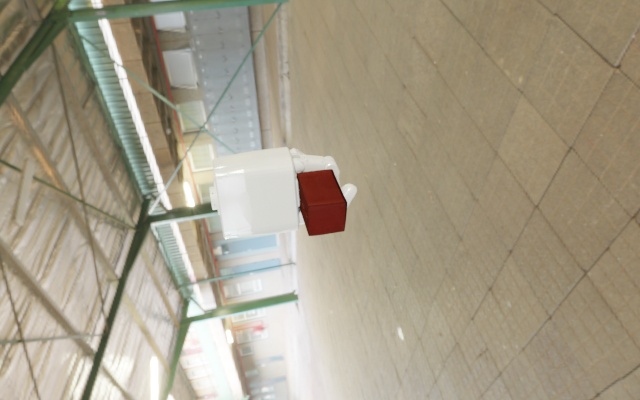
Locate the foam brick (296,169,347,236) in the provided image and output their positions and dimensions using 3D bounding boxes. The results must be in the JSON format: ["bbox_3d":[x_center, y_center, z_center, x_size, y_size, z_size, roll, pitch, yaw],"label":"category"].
[{"bbox_3d":[0.000,0.002,0.642,0.051,0.053,0.078,-7,39,-12],"label":"foam brick"}]
